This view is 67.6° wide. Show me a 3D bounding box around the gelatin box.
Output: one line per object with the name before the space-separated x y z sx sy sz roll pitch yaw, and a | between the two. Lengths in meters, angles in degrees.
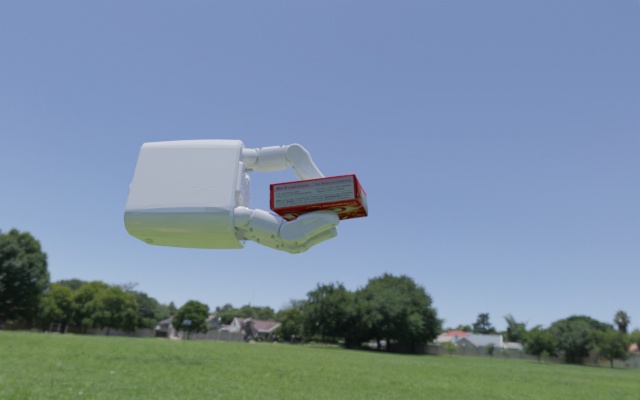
gelatin box | 0.000 0.001 0.492 0.089 0.030 0.073 -7 -16 12
